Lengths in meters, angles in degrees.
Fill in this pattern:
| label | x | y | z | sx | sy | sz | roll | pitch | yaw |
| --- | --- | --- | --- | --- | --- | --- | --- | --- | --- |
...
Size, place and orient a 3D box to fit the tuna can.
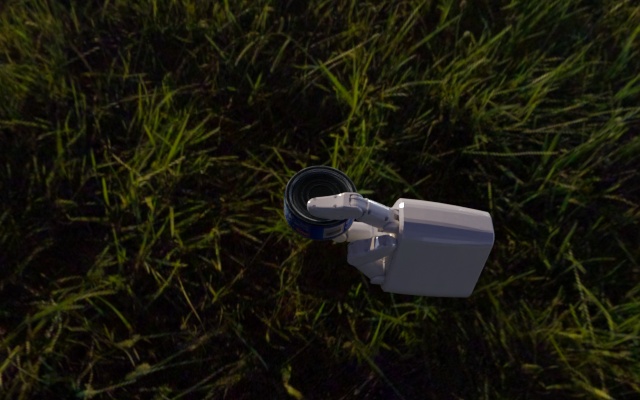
| label | x | y | z | sx | sy | sz | roll | pitch | yaw |
| --- | --- | --- | --- | --- | --- | --- | --- | --- | --- |
| tuna can | 0.000 | 0.001 | 0.555 | 0.086 | 0.086 | 0.034 | 0 | -34 | -4 |
